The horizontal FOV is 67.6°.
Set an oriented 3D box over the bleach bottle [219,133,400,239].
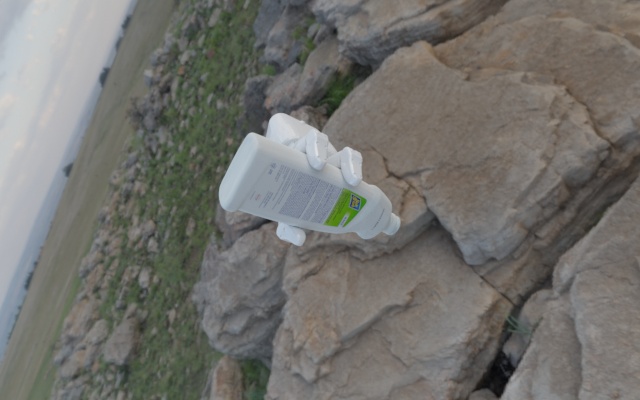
[{"bbox_3d":[0.000,0.002,0.641,0.251,0.102,0.068,22,19,-28],"label":"bleach bottle"}]
